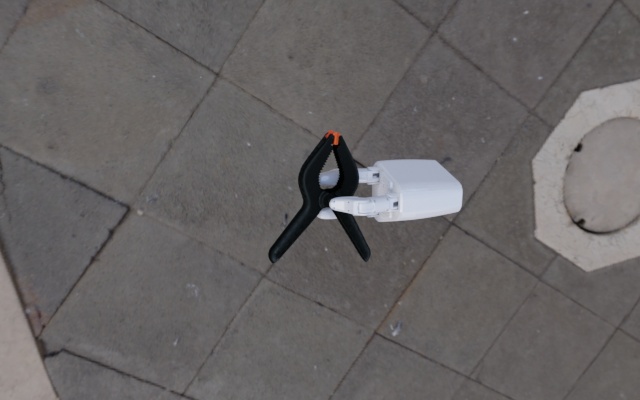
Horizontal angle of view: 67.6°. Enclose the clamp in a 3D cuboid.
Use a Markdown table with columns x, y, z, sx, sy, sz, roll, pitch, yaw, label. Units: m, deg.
| x | y | z | sx | sy | sz | roll | pitch | yaw | label |
| --- | --- | --- | --- | --- | --- | --- | --- | --- | --- |
| 0.001 | 0.002 | 0.715 | 0.164 | 0.210 | 0.036 | -6 | 16 | -19 | clamp |
